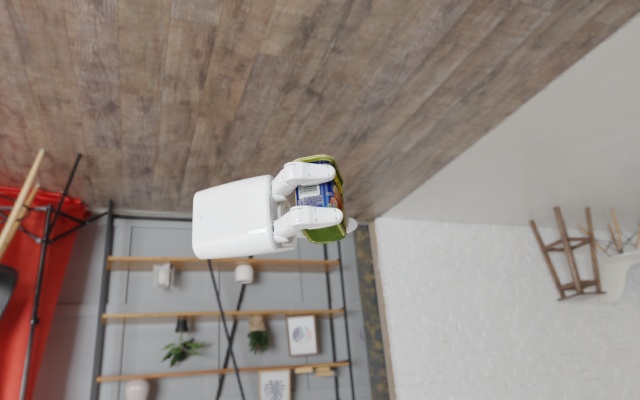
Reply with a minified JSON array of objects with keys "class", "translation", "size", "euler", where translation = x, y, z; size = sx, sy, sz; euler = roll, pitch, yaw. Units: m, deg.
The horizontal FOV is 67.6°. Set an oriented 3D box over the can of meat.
[{"class":"can of meat","translation":[0.000,0.002,0.617],"size":[0.057,0.084,0.102],"euler":[-9,-23,10]}]
